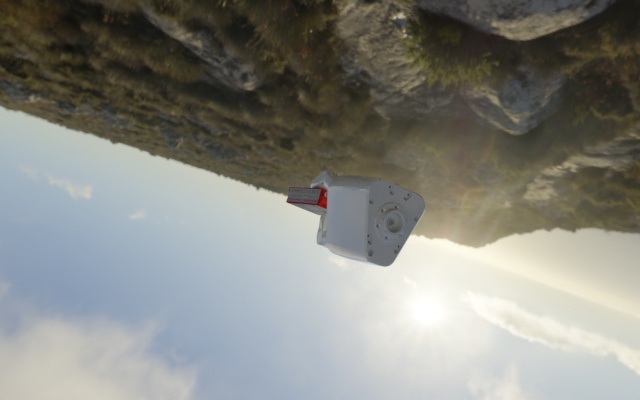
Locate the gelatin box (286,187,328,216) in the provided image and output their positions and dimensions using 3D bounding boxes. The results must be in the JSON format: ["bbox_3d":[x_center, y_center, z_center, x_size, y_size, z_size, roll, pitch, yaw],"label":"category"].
[{"bbox_3d":[0.000,0.003,0.765,0.073,0.030,0.089,22,-12,-37],"label":"gelatin box"}]
